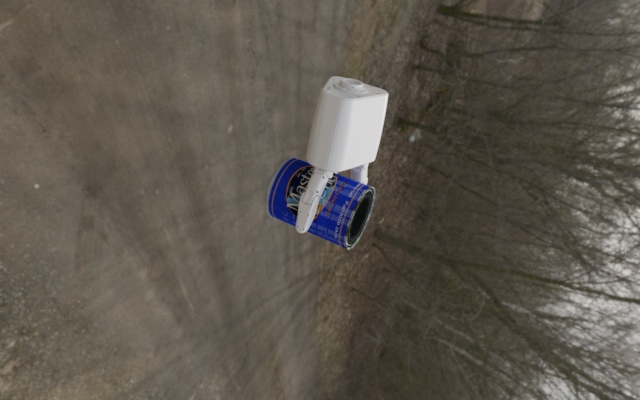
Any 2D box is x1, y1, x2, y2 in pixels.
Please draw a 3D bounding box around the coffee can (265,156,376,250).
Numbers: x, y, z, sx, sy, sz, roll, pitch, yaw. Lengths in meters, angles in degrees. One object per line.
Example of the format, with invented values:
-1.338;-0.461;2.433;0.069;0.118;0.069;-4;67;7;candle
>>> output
0.000;0.003;0.738;0.140;0.103;0.103;22;7;19;coffee can
